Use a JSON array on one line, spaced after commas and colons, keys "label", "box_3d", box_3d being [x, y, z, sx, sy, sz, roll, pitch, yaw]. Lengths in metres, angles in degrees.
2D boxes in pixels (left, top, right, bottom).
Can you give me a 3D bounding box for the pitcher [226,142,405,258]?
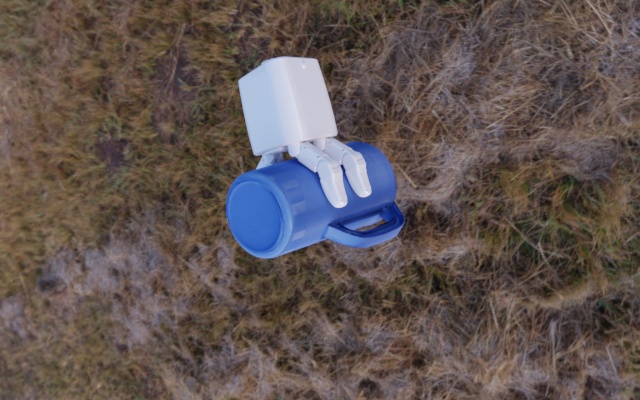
[{"label": "pitcher", "box_3d": [0.000, 0.002, 0.653, 0.149, 0.145, 0.243, -9, 6, 38]}]
